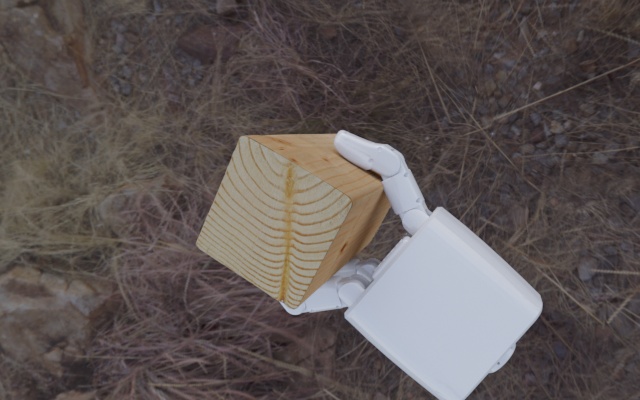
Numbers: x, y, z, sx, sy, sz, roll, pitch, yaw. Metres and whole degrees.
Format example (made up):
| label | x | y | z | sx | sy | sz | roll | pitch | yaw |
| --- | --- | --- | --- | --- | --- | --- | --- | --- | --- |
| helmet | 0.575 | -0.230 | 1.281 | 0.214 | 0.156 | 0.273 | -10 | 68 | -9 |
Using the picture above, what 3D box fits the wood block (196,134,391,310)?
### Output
| label | x | y | z | sx | sy | sz | roll | pitch | yaw |
| --- | --- | --- | --- | --- | --- | --- | --- | --- | --- |
| wood block | 0.000 | 0.001 | 0.413 | 0.090 | 0.091 | 0.206 | 31 | 17 | 13 |
